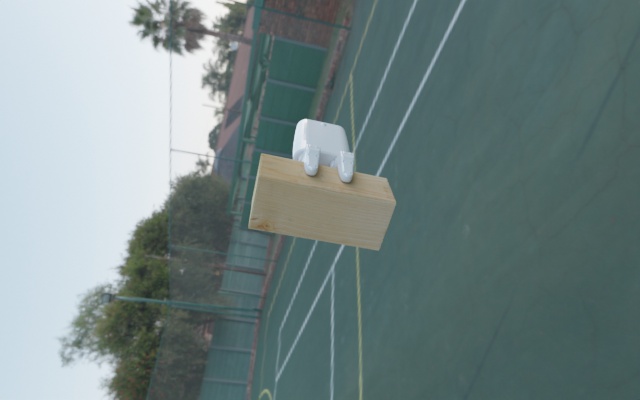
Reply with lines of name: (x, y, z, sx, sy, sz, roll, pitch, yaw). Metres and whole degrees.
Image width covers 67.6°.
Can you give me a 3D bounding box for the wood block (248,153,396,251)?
wood block: (0.000, 0.002, 0.743, 0.206, 0.091, 0.090, 10, 28, -10)
